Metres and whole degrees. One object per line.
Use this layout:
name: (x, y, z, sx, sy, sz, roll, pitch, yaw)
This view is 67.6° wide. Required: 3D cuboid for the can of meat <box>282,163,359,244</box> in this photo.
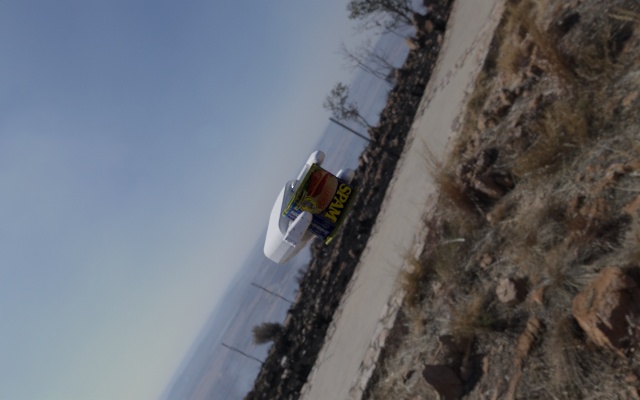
can of meat: (0.000, 0.002, 0.742, 0.084, 0.102, 0.057, 31, -32, -5)
